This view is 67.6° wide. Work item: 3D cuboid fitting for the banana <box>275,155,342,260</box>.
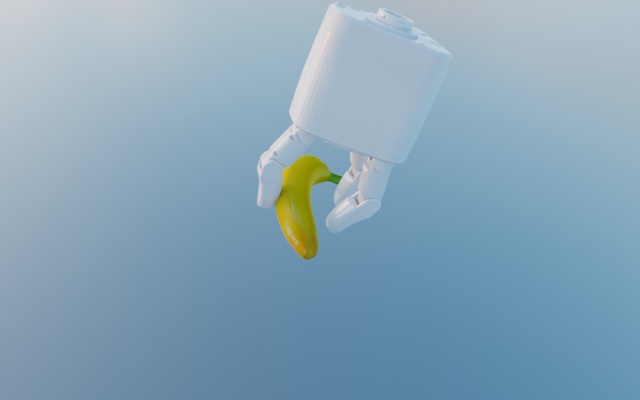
[{"bbox_3d":[-0.016,-0.008,0.518,0.069,0.037,0.197,26,28,-2],"label":"banana"}]
